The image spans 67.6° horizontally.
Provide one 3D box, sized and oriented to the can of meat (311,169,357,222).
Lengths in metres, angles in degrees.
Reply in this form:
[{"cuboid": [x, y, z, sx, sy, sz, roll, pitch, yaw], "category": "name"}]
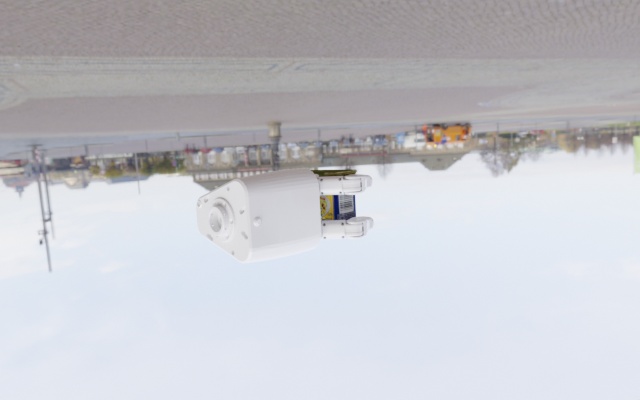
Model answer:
[{"cuboid": [0.000, 0.002, 0.636, 0.102, 0.084, 0.057, 2, 8, 40], "category": "can of meat"}]
